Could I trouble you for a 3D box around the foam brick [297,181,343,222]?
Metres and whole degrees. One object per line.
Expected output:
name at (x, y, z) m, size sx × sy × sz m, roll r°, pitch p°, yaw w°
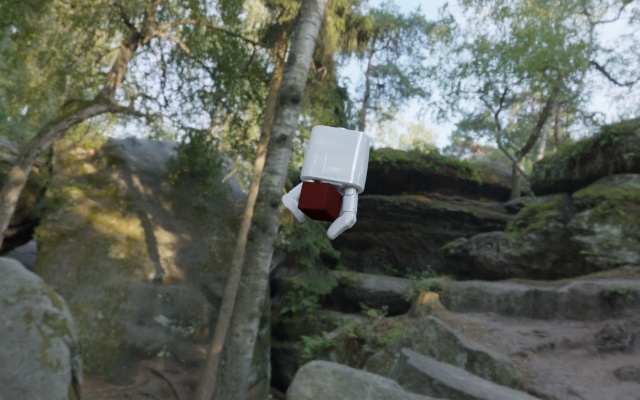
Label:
foam brick at (0.000, 0.003, 0.844) m, size 0.053 × 0.051 × 0.078 m, roll 6°, pitch -15°, yaw 21°
